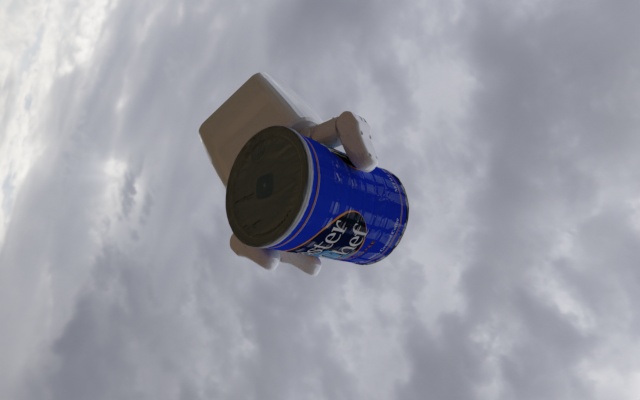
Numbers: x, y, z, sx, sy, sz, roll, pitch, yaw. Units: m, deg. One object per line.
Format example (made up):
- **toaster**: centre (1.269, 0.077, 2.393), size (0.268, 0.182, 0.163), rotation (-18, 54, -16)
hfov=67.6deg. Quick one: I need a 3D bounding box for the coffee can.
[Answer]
- **coffee can**: centre (0.000, 0.001, 0.439), size (0.103, 0.103, 0.140), rotation (0, -12, 44)
